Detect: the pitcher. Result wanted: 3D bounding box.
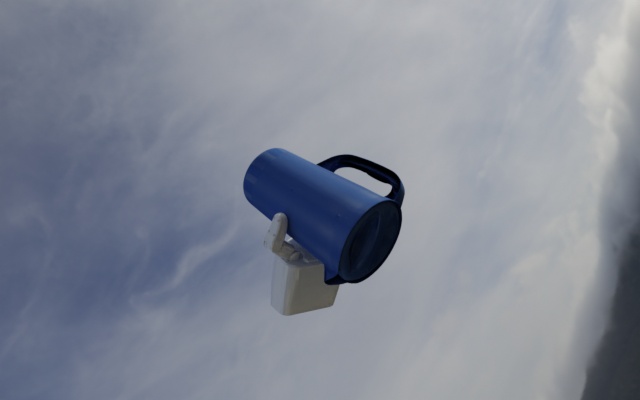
[{"bbox_3d":[0.000,0.003,0.730,0.149,0.145,0.242,-18,39,-42],"label":"pitcher"}]
